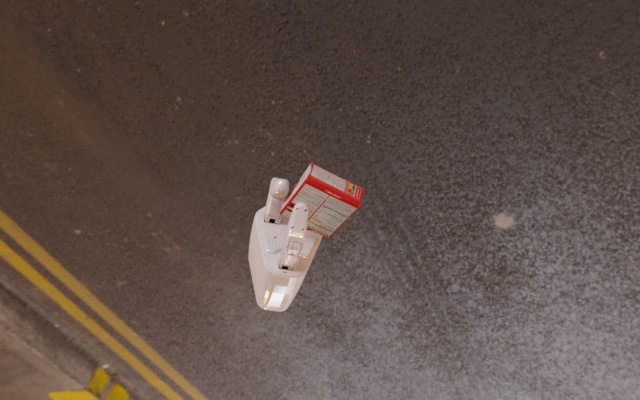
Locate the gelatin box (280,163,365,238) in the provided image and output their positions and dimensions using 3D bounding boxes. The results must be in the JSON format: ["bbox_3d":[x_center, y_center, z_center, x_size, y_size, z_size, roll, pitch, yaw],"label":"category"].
[{"bbox_3d":[0.000,0.002,0.586,0.073,0.030,0.089,26,-39,-12],"label":"gelatin box"}]
